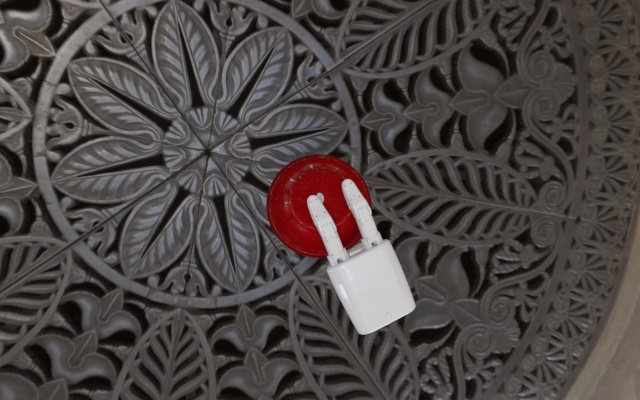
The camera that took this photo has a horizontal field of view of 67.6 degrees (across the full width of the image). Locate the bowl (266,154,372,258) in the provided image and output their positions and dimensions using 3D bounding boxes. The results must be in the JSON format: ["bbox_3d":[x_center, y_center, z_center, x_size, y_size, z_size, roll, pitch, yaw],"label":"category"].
[{"bbox_3d":[-0.001,0.001,0.704,0.162,0.162,0.055,0,-11,-4],"label":"bowl"}]
